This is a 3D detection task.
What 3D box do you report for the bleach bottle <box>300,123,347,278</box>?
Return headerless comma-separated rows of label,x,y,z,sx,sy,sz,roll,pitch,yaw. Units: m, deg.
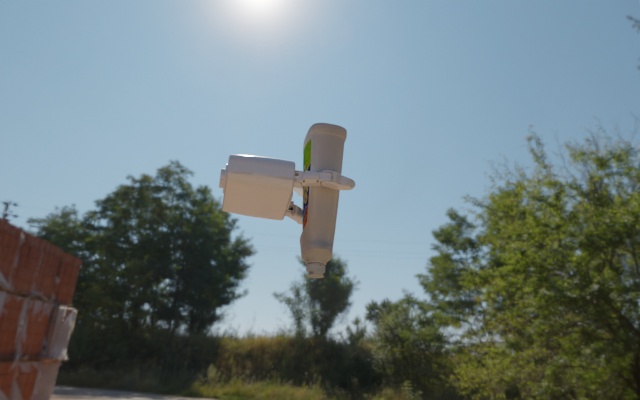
bleach bottle,0.000,0.003,0.806,0.068,0.250,0.103,8,-22,-12
